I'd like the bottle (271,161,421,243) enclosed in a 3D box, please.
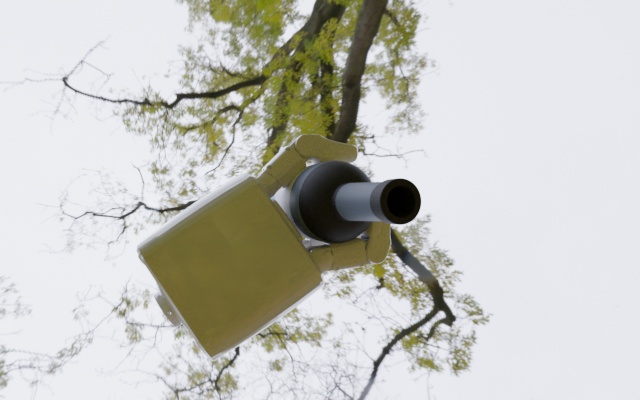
[{"bbox_3d":[0.000,0.001,0.418,0.069,0.069,0.295,0,0,-19],"label":"bottle"}]
